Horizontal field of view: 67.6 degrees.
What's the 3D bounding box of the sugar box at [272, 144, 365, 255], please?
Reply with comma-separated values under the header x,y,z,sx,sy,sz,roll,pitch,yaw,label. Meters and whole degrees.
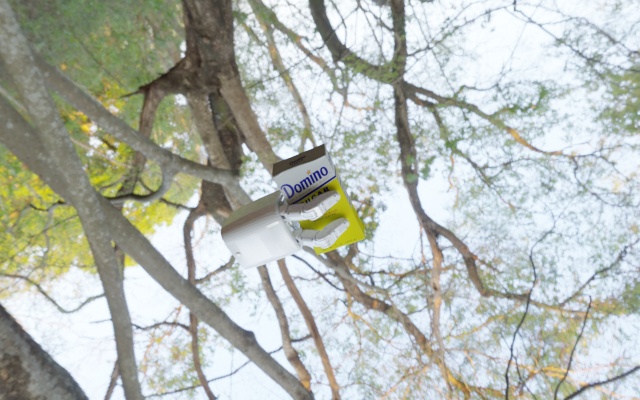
x,y,z,sx,sy,sz,roll,pitch,yaw,label
0.000,0.003,0.781,0.093,0.176,0.048,-21,34,12,sugar box
